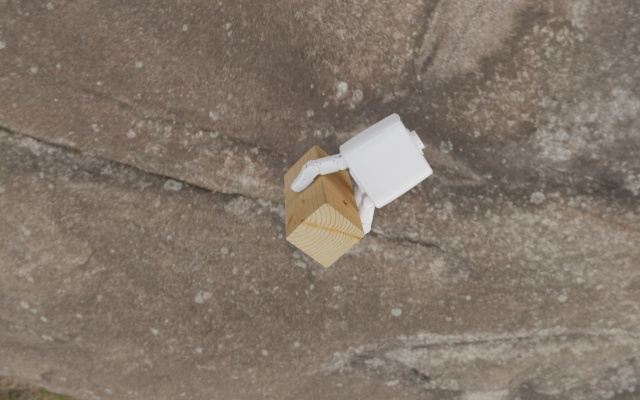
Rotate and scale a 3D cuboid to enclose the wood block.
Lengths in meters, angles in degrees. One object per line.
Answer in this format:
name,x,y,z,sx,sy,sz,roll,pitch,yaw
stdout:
wood block,0.000,0.002,0.816,0.091,0.090,0.206,39,20,-24
